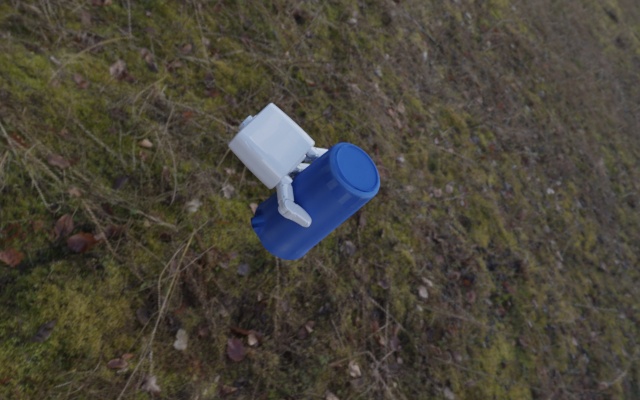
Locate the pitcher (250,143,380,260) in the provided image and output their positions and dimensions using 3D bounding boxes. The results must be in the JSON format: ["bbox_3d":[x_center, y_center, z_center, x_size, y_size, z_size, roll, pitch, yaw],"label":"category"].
[{"bbox_3d":[0.000,0.003,0.869,0.243,0.145,0.149,-39,10,42],"label":"pitcher"}]
